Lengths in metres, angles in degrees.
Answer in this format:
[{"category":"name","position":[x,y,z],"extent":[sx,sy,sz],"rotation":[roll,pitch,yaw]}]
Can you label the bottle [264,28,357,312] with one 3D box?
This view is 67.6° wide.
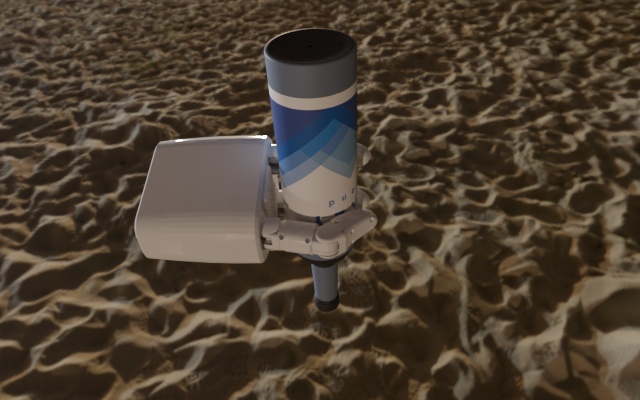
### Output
[{"category":"bottle","position":[0.000,0.001,0.435],"extent":[0.069,0.296,0.069],"rotation":[-2,41,2]}]
